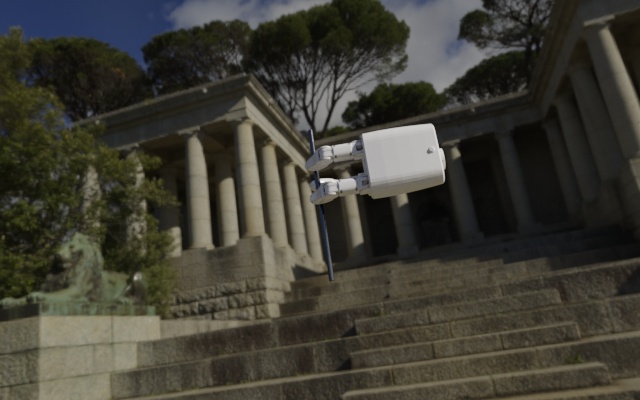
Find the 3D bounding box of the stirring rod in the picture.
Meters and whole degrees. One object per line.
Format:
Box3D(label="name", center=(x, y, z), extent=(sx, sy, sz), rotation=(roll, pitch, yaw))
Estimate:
Box3D(label="stirring rod", center=(0.000, 0.002, 0.729), extent=(0.011, 0.239, 0.011), rotation=(-8, -16, -2))
